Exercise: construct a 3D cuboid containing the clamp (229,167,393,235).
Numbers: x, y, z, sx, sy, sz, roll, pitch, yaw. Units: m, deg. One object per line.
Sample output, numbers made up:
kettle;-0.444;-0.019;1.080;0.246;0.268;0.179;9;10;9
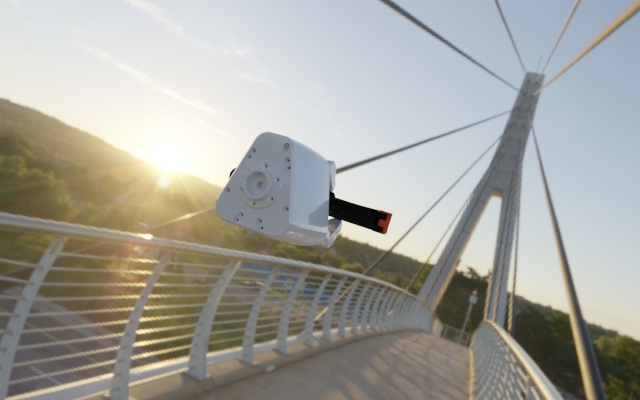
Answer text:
clamp;0.001;0.001;0.655;0.210;0.036;0.164;17;1;21
